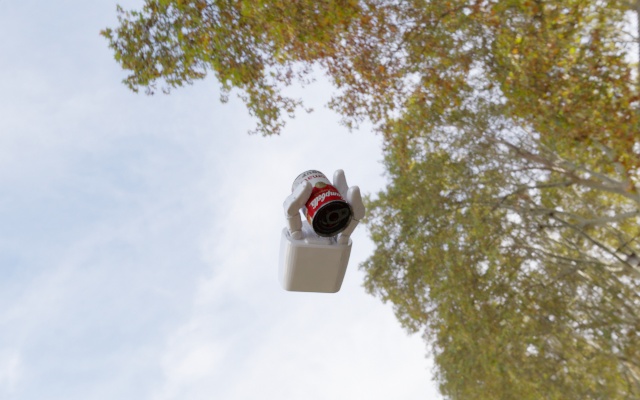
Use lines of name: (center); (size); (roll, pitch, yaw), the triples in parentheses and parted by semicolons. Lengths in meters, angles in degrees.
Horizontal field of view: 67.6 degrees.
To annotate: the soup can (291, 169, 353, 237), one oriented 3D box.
soup can: (0.000, 0.002, 0.768); (0.068, 0.068, 0.102); (0, 32, -26)
